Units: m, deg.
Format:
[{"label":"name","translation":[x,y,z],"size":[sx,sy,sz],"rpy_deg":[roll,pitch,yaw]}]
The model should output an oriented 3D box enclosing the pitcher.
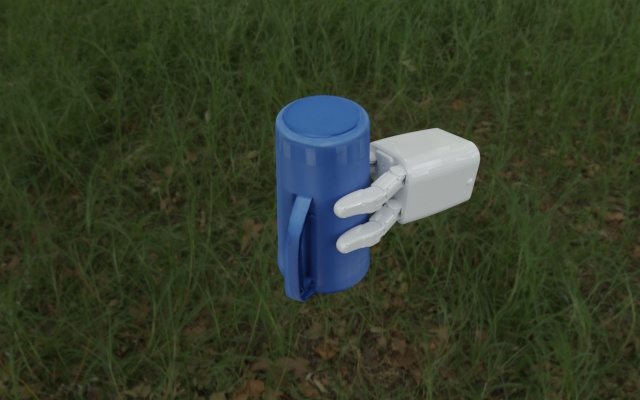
[{"label":"pitcher","translation":[0.000,0.002,0.607],"size":[0.145,0.243,0.149],"rpy_deg":[-15,42,-16]}]
